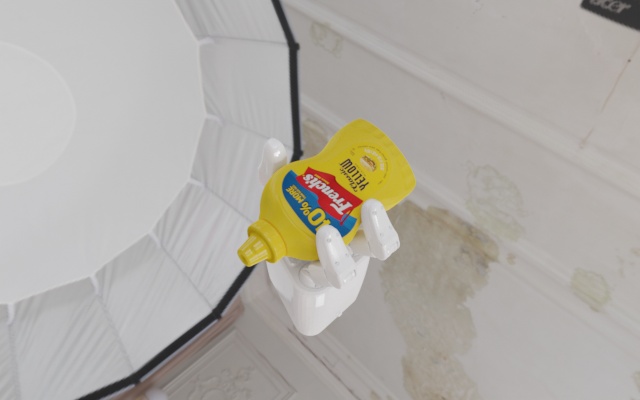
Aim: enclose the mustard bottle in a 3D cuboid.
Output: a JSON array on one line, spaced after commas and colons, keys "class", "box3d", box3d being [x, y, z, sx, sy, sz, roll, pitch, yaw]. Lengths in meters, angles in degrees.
[{"class": "mustard bottle", "box3d": [0.000, 0.001, 0.460, 0.191, 0.096, 0.058, -36, -5, -29]}]
